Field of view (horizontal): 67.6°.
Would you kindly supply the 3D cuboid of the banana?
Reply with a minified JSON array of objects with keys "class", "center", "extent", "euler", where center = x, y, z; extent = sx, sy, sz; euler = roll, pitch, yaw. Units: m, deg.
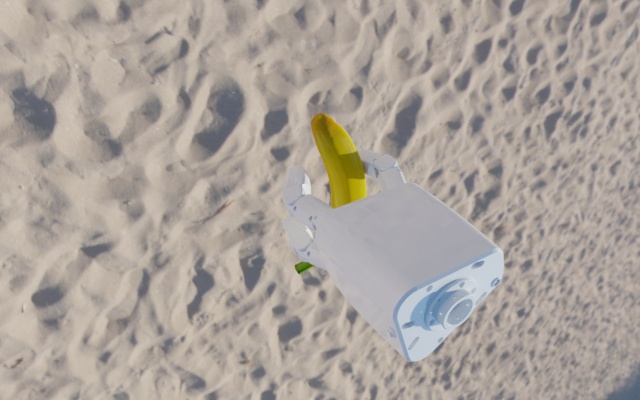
[{"class":"banana","center":[0.016,0.002,0.499],"extent":[0.069,0.198,0.037],"euler":[-10,36,-24]}]
